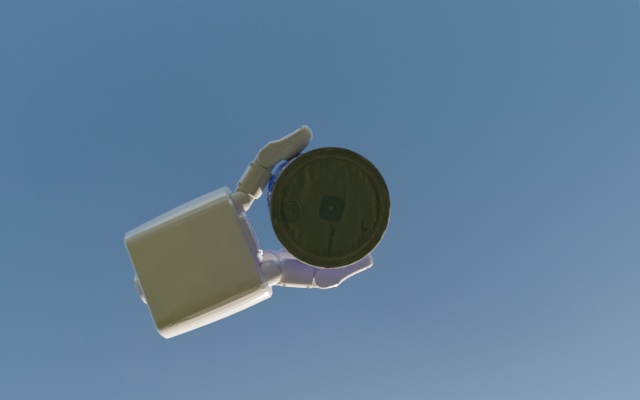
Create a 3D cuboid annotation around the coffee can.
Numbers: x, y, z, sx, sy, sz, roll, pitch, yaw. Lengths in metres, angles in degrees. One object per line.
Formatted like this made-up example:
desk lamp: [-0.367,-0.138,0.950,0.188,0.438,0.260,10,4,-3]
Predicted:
coffee can: [0.000,0.001,0.466,0.103,0.103,0.140,0,4,-7]
